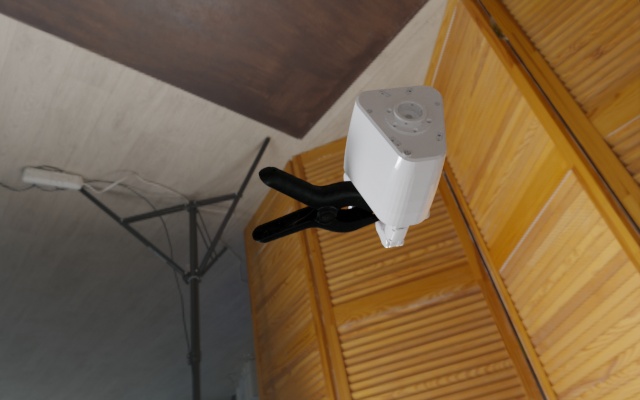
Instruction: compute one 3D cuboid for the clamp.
[{"bbox_3d":[0.000,0.002,0.571,0.171,0.039,0.120,-7,-36,-8],"label":"clamp"}]
